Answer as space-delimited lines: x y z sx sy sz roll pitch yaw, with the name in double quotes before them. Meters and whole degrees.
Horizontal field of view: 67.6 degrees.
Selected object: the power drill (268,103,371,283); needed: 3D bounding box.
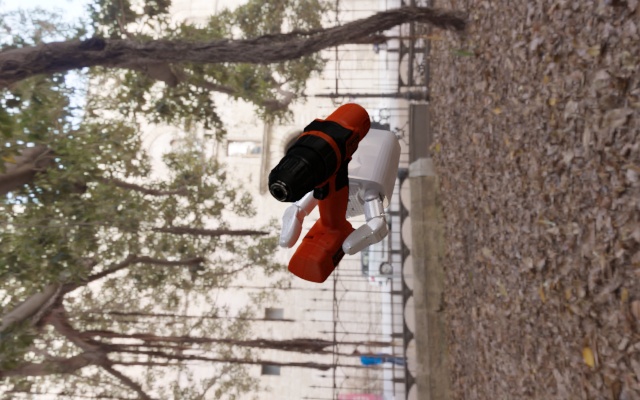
"power drill" 0.000 0.002 0.540 0.057 0.188 0.184 21 39 20
